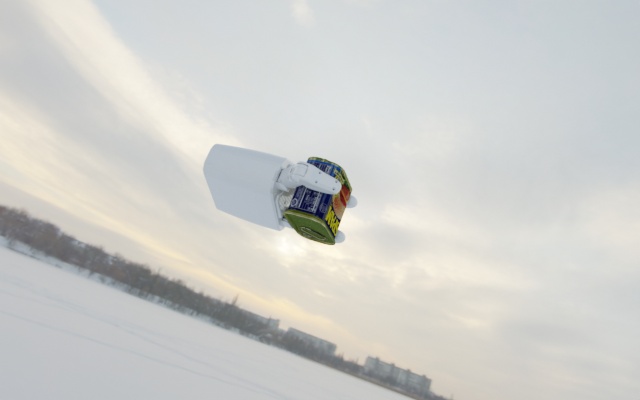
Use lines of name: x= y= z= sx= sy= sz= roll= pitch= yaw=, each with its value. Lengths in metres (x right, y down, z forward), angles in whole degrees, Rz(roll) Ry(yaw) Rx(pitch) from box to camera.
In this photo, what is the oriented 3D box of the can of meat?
can of meat: x=0.000 y=0.002 z=0.631 sx=0.057 sy=0.084 sz=0.102 roll=14 pitch=-19 yaw=19
